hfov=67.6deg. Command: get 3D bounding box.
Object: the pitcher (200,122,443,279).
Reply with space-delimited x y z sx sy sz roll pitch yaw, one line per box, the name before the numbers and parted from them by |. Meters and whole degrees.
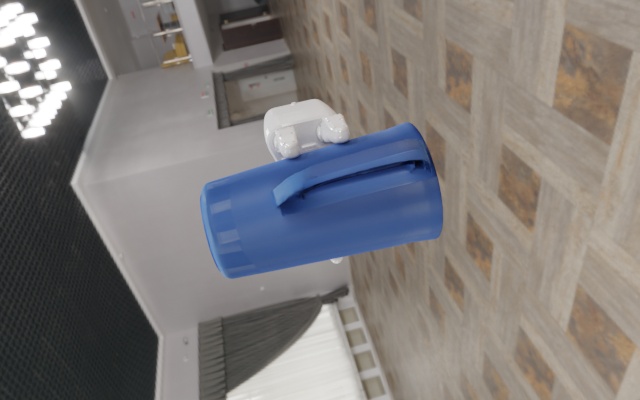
pitcher | 0.000 0.002 0.514 0.243 0.149 0.145 -14 29 -4
